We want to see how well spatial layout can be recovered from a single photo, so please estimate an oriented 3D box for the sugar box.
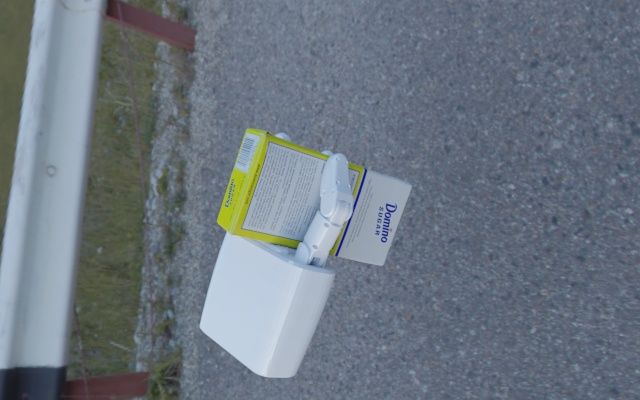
[{"bbox_3d":[0.000,0.001,0.461,0.176,0.093,0.048,16,6,-35],"label":"sugar box"}]
